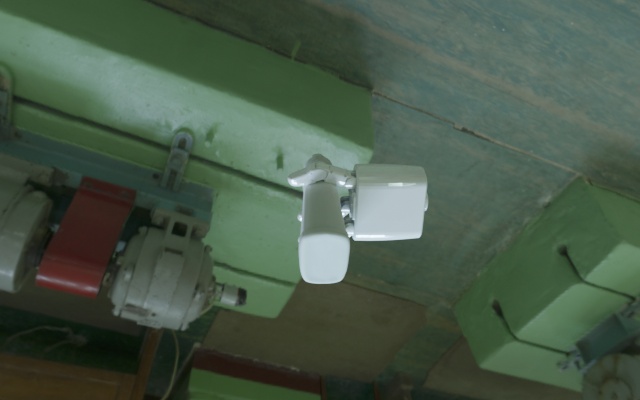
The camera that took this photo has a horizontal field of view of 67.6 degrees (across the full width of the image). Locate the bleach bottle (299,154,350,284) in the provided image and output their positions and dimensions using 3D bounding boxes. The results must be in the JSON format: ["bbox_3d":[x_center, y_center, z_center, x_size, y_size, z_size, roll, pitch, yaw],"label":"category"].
[{"bbox_3d":[0.000,0.003,0.731,0.068,0.103,0.250,0,39,-3],"label":"bleach bottle"}]
